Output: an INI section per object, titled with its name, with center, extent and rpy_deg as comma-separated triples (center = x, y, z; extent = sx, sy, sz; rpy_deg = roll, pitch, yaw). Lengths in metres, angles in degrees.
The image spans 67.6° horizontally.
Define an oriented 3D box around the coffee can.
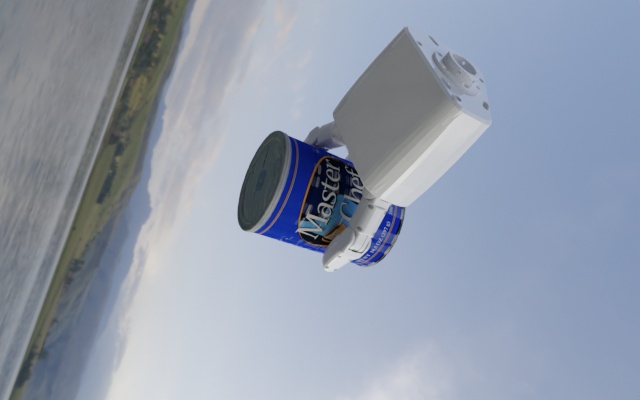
[coffee can]
center = 0.000, 0.002, 0.490
extent = 0.140, 0.103, 0.103
rpy_deg = 20, -9, -26
